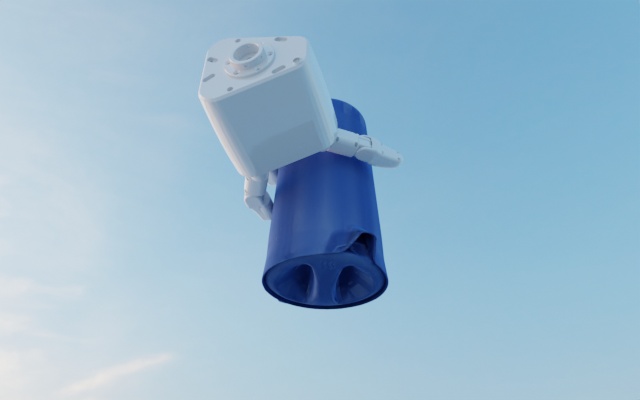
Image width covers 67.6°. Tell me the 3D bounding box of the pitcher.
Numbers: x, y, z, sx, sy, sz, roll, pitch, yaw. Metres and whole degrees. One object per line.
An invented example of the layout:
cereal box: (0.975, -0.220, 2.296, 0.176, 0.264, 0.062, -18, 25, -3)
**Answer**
pitcher: (0.000, 0.002, 0.576, 0.149, 0.242, 0.145, -9, -37, 14)
